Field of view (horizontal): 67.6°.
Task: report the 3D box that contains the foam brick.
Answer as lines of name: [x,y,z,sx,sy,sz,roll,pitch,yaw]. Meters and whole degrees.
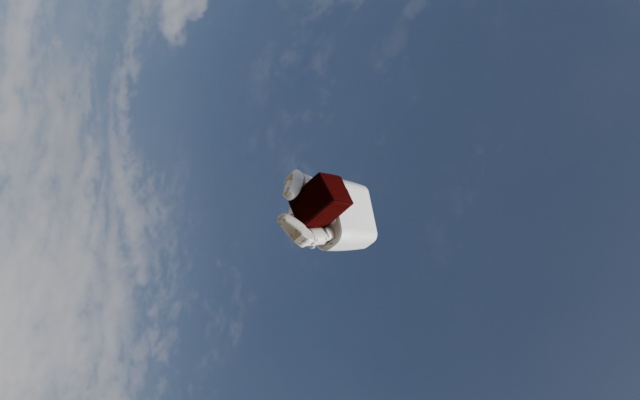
foam brick: [0.000,0.002,0.717,0.051,0.053,0.078,7,-39,-47]
